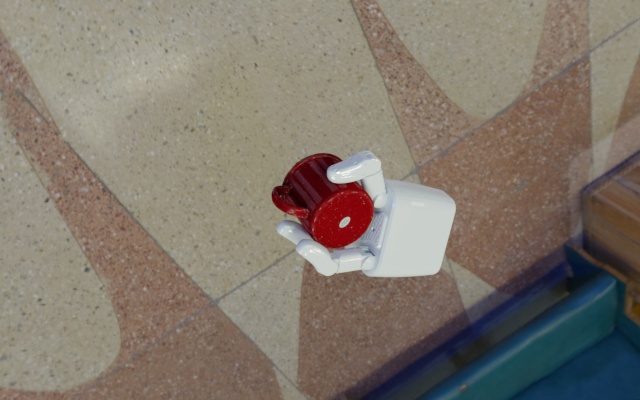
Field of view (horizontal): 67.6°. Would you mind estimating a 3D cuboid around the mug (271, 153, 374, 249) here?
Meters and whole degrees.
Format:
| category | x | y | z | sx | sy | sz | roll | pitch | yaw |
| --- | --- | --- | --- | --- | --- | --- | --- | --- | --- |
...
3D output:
| category | x | y | z | sx | sy | sz | roll | pitch | yaw |
| --- | --- | --- | --- | --- | --- | --- | --- | --- | --- |
| mug | -0.001 | 0.002 | 0.557 | 0.117 | 0.093 | 0.081 | 5 | 28 | -31 |
